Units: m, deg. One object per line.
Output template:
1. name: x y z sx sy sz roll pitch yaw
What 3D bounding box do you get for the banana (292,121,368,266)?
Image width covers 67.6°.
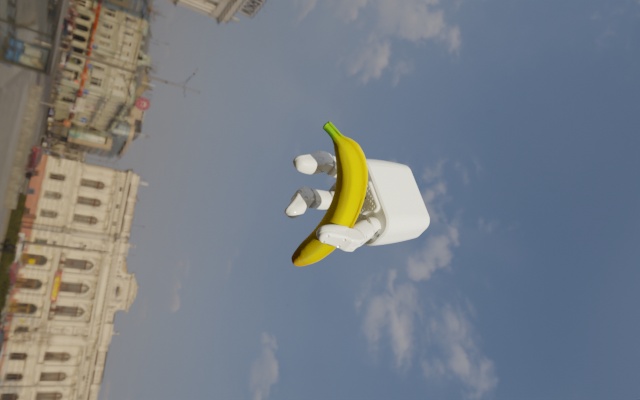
1. banana: 0.016 0.006 0.589 0.069 0.198 0.037 25 23 23
